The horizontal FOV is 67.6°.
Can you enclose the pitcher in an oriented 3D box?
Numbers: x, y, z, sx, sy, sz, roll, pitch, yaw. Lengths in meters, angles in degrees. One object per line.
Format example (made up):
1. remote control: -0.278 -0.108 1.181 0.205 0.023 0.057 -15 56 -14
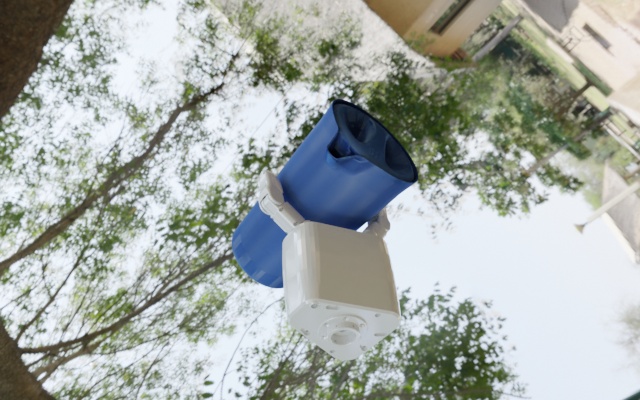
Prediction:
1. pitcher: 0.000 0.002 0.611 0.149 0.145 0.243 29 -59 -27
